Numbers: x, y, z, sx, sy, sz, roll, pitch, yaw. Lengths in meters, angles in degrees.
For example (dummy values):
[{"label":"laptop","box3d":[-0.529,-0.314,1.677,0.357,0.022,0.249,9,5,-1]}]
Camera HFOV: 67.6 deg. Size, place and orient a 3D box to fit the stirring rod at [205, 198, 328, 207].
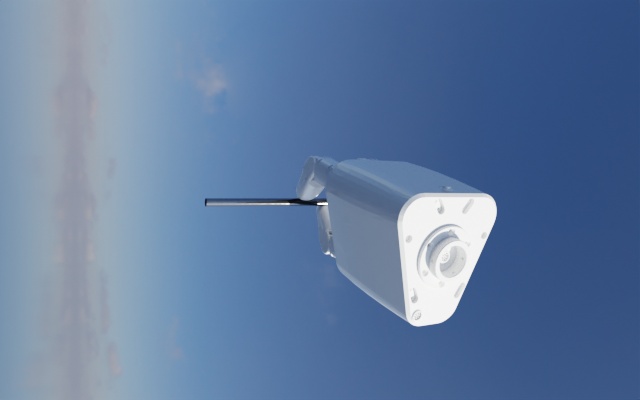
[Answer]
[{"label":"stirring rod","box3d":[0.000,0.002,0.500,0.239,0.011,0.011,0,0,-27]}]
